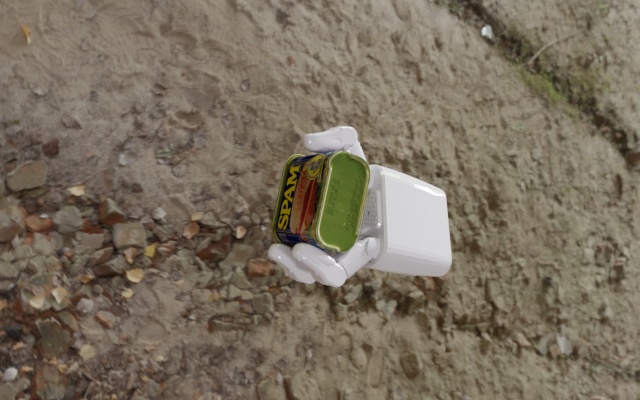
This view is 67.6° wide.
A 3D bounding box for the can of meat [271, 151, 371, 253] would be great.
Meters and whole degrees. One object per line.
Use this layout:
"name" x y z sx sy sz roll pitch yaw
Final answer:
"can of meat" 0.000 0.001 0.487 0.057 0.102 0.084 17 -9 -33
